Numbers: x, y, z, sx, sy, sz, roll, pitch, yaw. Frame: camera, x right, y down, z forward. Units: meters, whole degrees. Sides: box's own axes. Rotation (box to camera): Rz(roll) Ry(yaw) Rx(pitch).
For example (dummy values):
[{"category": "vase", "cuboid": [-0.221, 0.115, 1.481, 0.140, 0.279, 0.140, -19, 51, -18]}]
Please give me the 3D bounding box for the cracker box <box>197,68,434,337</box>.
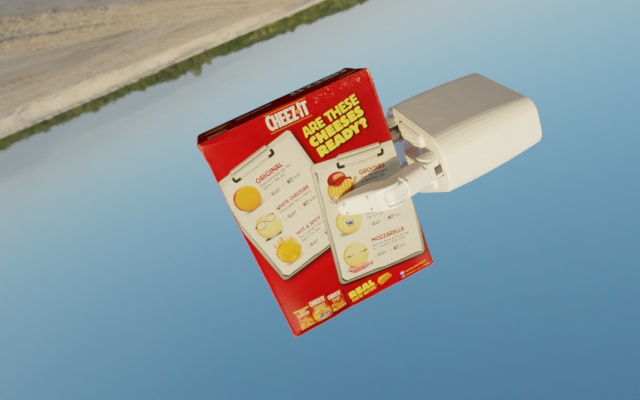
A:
[{"category": "cracker box", "cuboid": [0.000, 0.002, 0.472, 0.164, 0.214, 0.072, -26, 21, -9]}]
